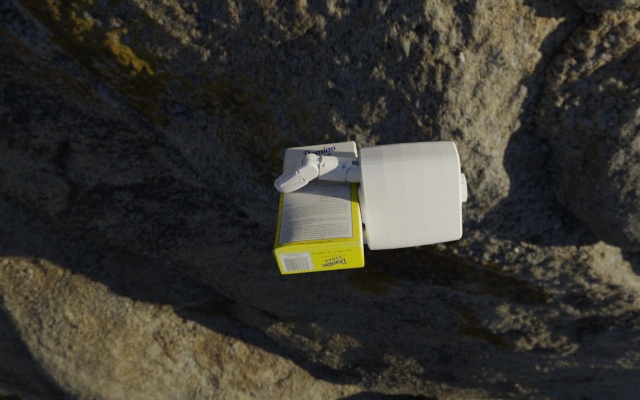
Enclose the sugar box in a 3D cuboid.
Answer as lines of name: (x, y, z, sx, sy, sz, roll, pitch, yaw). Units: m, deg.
sugar box: (0.000, 0.002, 0.558, 0.093, 0.048, 0.176, -5, 40, 7)
